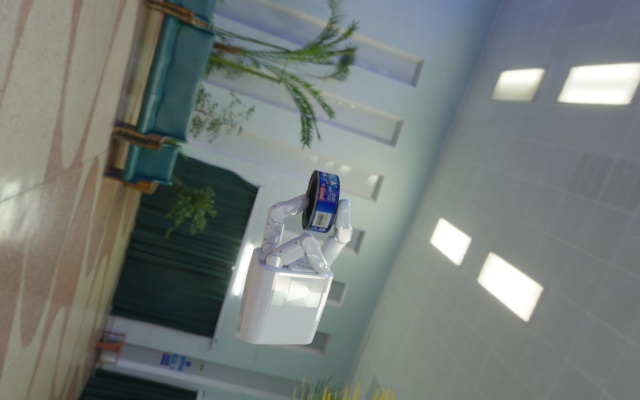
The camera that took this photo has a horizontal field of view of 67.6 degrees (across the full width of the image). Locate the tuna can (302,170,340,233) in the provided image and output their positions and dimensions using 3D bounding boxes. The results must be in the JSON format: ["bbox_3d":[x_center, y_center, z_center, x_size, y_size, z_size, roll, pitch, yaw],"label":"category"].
[{"bbox_3d":[0.001,0.002,0.668,0.034,0.086,0.086,11,-2,-11],"label":"tuna can"}]
